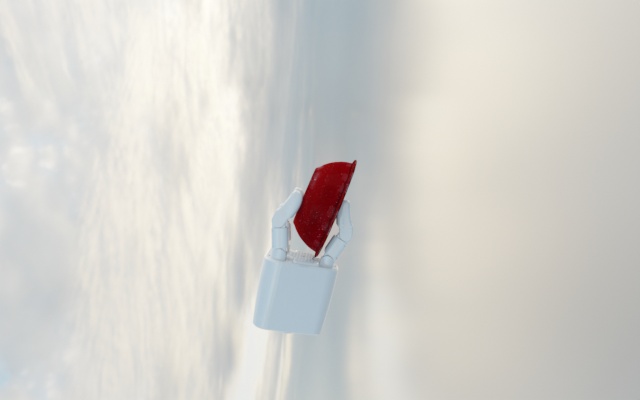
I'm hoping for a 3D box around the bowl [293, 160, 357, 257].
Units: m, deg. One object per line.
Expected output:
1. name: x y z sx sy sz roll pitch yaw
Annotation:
1. bowl: 0.000 0.001 0.732 0.055 0.162 0.162 23 -1 -1
